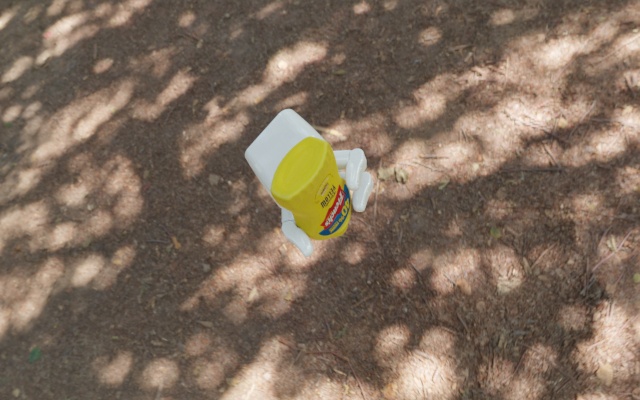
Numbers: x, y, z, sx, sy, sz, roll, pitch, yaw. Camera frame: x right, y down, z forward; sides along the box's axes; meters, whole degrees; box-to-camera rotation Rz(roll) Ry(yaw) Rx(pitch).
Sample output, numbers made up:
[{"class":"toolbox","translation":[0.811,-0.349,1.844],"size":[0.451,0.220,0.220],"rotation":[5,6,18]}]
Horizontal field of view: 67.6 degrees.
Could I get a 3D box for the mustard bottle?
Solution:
[{"class":"mustard bottle","translation":[0.000,0.002,0.665],"size":[0.058,0.096,0.192],"rotation":[22,-19,28]}]
